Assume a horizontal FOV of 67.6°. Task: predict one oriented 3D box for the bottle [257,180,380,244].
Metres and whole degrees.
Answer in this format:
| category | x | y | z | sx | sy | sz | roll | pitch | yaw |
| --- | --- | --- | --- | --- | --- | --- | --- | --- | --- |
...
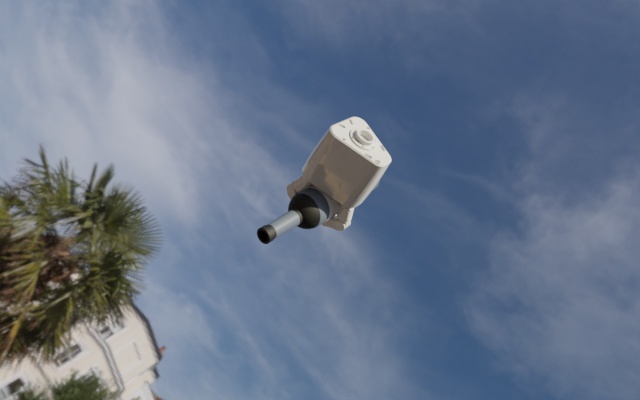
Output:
| category | x | y | z | sx | sy | sz | roll | pitch | yaw |
| --- | --- | --- | --- | --- | --- | --- | --- | --- | --- |
| bottle | 0.000 | 0.003 | 0.838 | 0.069 | 0.069 | 0.295 | 0 | 21 | 40 |
